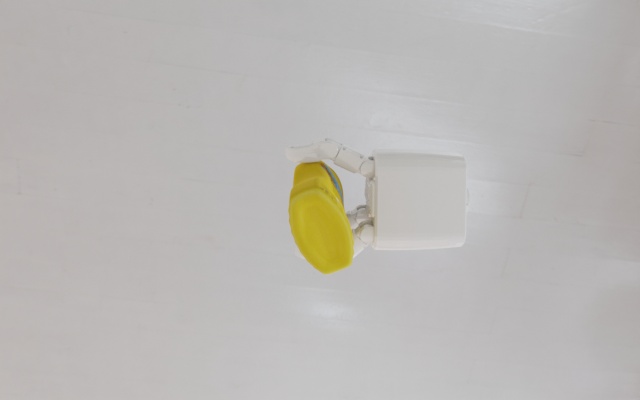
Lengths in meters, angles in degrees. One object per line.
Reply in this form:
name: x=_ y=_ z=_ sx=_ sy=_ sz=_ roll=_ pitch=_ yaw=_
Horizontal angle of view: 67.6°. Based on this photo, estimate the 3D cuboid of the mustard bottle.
mustard bottle: x=0.000 y=0.002 z=0.560 sx=0.058 sy=0.096 sz=0.191 roll=-23 pitch=18 yaw=7
